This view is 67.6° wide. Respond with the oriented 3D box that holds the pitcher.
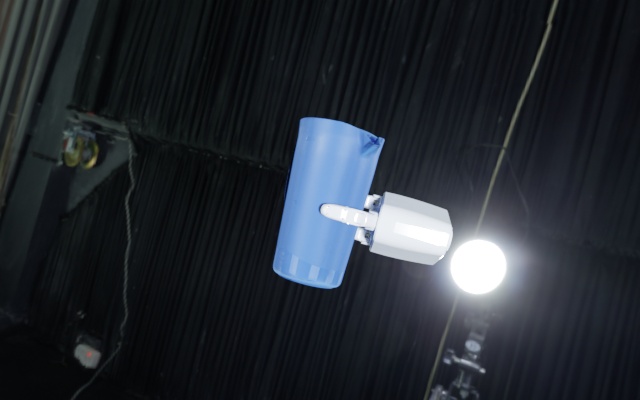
[{"bbox_3d":[0.000,0.002,0.739,0.145,0.243,0.149,14,-1,5],"label":"pitcher"}]
